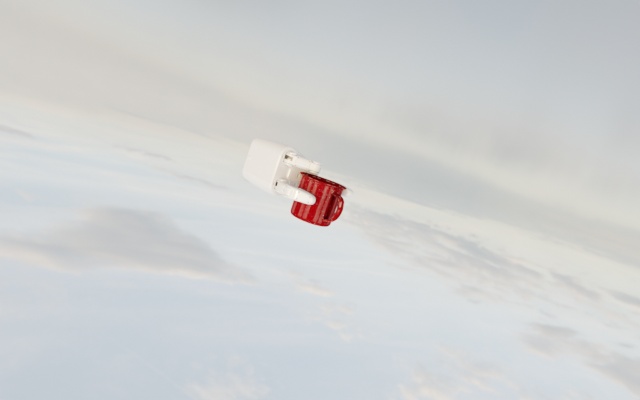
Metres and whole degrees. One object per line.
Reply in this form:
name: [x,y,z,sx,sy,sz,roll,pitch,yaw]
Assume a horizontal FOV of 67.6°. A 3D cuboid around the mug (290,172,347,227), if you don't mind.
mug: [0.001,0.004,0.895,0.093,0.081,0.117,12,11,-45]
